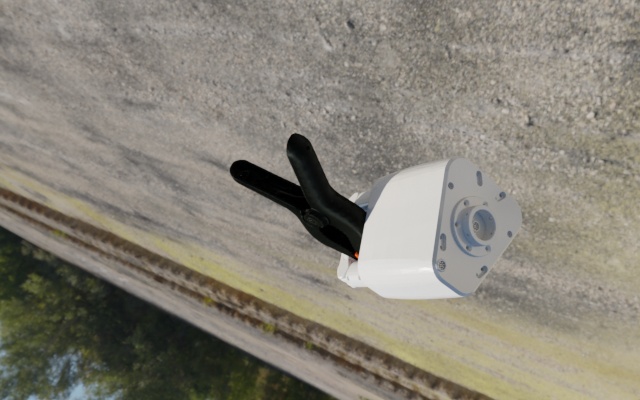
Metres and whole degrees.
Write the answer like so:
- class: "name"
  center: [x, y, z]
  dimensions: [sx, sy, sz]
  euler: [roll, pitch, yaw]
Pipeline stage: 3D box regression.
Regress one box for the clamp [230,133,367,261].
- class: "clamp"
  center: [0.000, 0.002, 0.464]
  dimensions: [0.171, 0.039, 0.120]
  euler: [35, -23, -17]
